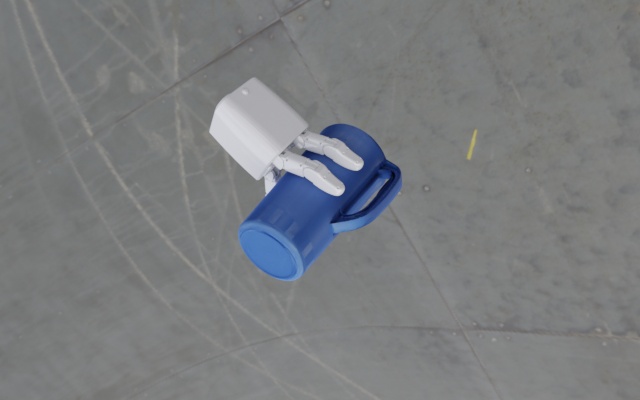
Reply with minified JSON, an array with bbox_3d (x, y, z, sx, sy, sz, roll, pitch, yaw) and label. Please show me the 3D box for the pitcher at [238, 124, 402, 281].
[{"bbox_3d":[0.000,0.002,0.703,0.242,0.145,0.149,-50,6,-38],"label":"pitcher"}]
